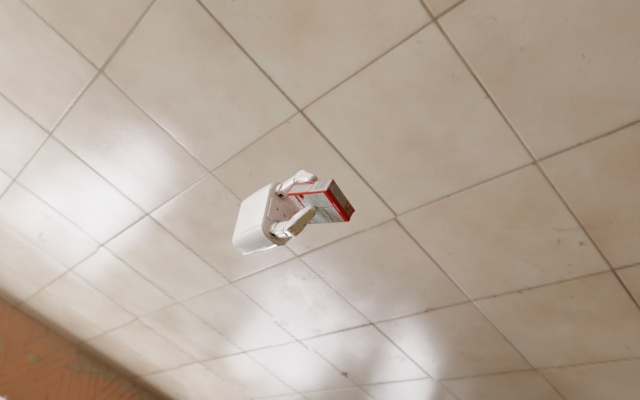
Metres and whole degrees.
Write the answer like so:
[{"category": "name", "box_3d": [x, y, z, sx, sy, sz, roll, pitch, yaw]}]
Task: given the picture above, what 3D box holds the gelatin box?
[{"category": "gelatin box", "box_3d": [0.000, 0.003, 0.771, 0.089, 0.030, 0.073, -5, -46, 41]}]
